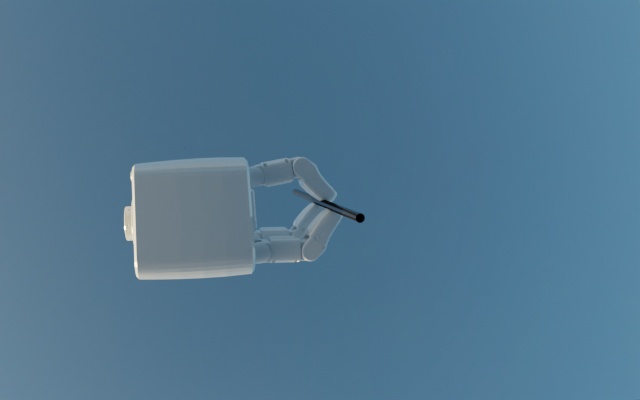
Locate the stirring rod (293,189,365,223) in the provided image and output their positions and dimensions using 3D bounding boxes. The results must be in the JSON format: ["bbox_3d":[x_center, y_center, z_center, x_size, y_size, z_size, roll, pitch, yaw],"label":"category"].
[{"bbox_3d":[0.000,0.002,0.505,0.011,0.011,0.239,0,6,-16],"label":"stirring rod"}]
